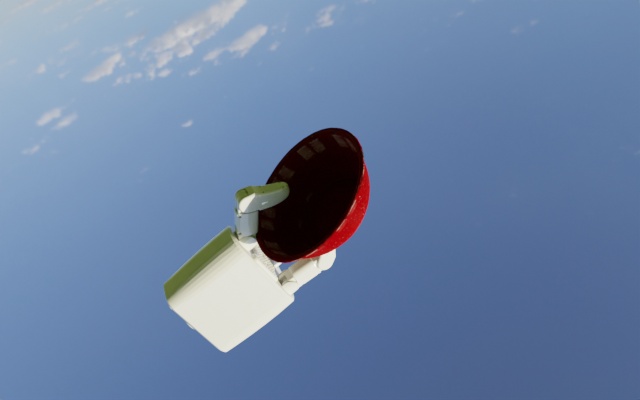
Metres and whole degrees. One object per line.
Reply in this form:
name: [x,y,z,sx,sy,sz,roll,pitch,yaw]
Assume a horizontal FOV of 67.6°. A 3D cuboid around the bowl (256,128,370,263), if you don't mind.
bowl: [0.001,0.001,0.530,0.055,0.162,0.162,32,-21,-37]
